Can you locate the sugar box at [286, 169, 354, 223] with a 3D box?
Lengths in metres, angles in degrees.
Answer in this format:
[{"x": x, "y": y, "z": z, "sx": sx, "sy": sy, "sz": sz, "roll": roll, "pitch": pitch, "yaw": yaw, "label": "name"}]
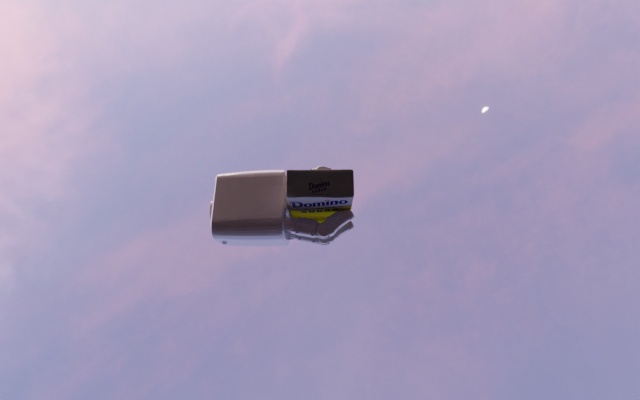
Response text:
[{"x": 0.000, "y": 0.003, "z": 0.717, "sx": 0.093, "sy": 0.048, "sz": 0.176, "roll": 0, "pitch": -14, "yaw": 1, "label": "sugar box"}]
